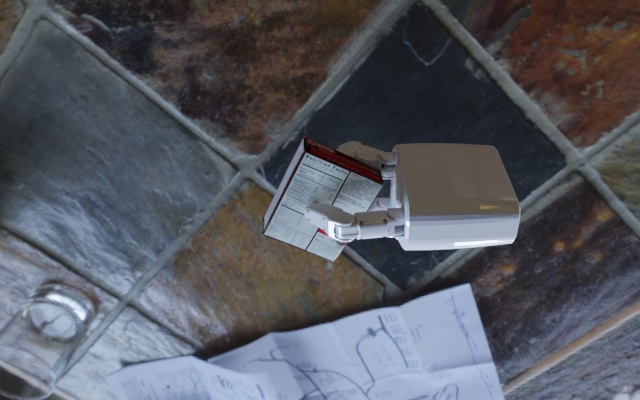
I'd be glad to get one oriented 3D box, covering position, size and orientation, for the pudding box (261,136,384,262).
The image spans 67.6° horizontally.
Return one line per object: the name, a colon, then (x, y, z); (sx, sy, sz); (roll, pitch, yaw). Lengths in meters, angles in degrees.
pudding box: (0.000, 0.002, 0.499); (0.090, 0.113, 0.039); (23, 26, -13)
